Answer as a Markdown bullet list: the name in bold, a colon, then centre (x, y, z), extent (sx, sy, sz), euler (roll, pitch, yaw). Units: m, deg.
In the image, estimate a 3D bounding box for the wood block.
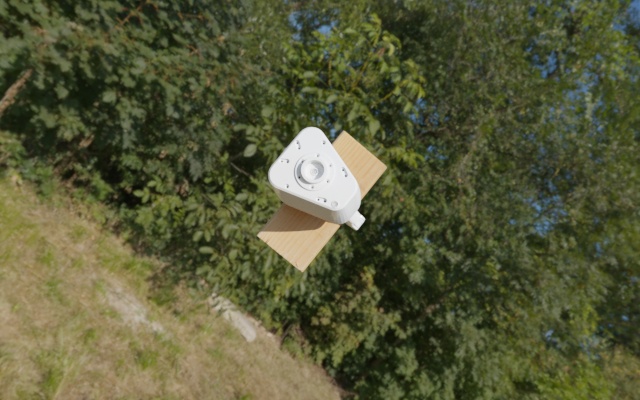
- **wood block**: centre (0.000, 0.003, 0.758), extent (0.091, 0.206, 0.090), euler (40, -5, -2)
